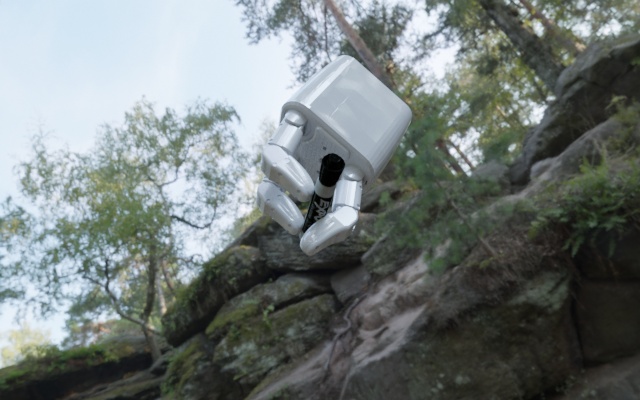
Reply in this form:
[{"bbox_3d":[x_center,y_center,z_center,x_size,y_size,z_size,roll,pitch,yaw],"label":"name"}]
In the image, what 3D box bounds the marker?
[{"bbox_3d":[0.000,0.001,0.416,0.020,0.020,0.121,0,-35,-13],"label":"marker"}]
